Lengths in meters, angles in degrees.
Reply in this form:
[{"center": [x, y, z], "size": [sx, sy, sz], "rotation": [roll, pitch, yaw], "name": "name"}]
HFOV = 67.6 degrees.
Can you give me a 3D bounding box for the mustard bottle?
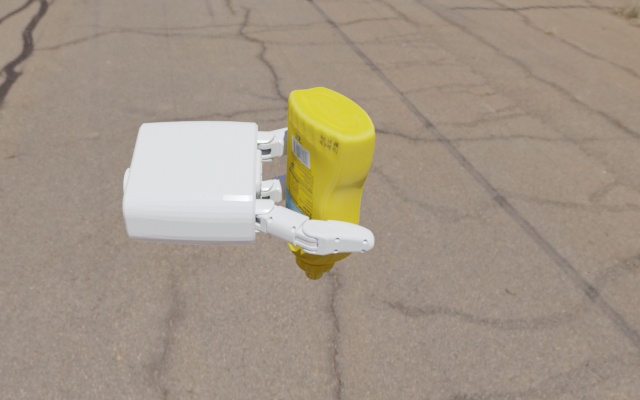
[{"center": [0.000, 0.001, 0.443], "size": [0.058, 0.192, 0.096], "rotation": [-16, 42, -26], "name": "mustard bottle"}]
